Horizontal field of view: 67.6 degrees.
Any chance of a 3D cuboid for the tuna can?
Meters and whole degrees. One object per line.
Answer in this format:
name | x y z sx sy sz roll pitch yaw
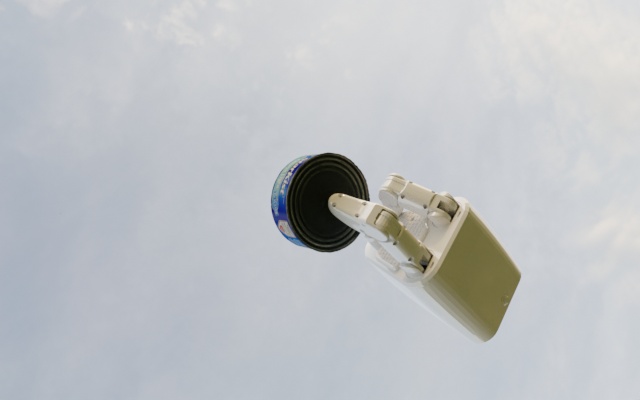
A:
tuna can | 0.000 0.001 0.421 0.086 0.086 0.034 0 2 -33
